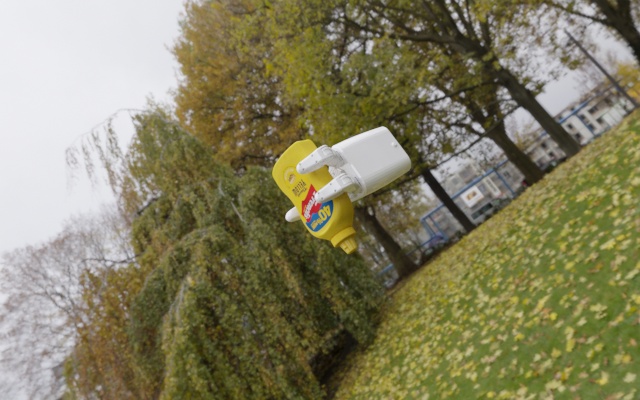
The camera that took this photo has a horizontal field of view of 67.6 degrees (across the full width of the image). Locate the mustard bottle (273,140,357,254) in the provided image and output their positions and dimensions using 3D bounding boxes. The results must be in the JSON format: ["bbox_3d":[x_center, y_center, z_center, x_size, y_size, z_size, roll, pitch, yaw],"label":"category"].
[{"bbox_3d":[0.000,0.002,0.771,0.058,0.191,0.096,-16,-23,-47],"label":"mustard bottle"}]
